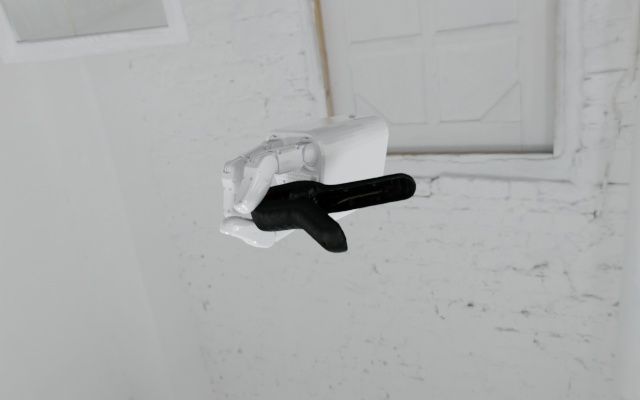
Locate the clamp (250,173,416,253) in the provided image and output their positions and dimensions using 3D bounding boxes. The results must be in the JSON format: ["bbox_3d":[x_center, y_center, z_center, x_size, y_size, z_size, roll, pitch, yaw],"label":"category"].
[{"bbox_3d":[0.000,0.002,0.445,0.120,0.039,0.171,-22,22,-37],"label":"clamp"}]
